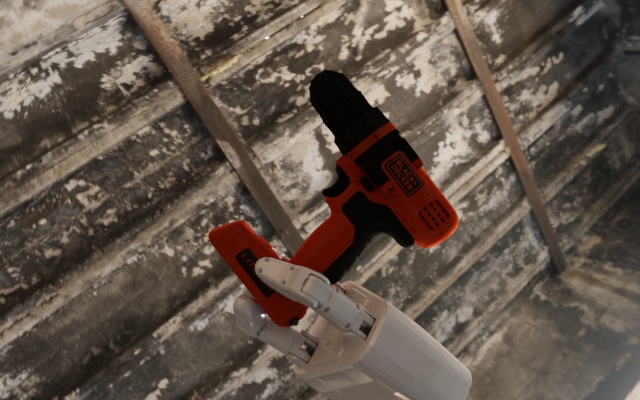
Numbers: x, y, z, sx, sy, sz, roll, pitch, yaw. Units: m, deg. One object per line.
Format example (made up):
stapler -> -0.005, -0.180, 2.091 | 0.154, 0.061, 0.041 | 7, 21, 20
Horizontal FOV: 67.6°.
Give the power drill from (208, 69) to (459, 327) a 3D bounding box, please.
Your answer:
power drill -> 0.000, 0.002, 0.414 | 0.187, 0.184, 0.057 | -38, -4, -6
